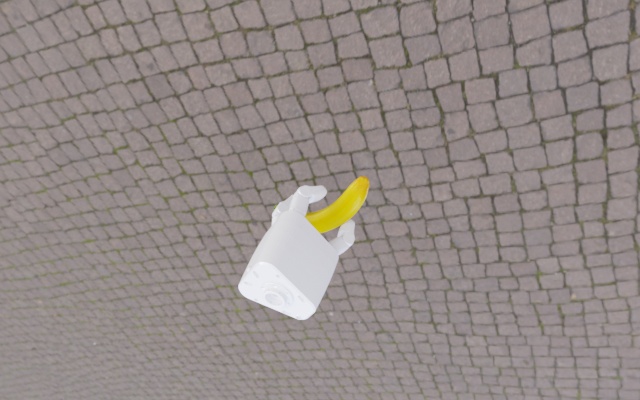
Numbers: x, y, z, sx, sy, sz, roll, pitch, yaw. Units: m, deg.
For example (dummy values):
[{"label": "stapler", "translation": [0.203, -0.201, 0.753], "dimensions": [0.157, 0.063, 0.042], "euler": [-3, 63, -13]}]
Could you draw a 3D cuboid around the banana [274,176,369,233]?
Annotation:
[{"label": "banana", "translation": [0.007, 0.018, 0.784], "dimensions": [0.198, 0.070, 0.037], "euler": [-19, 25, 35]}]
